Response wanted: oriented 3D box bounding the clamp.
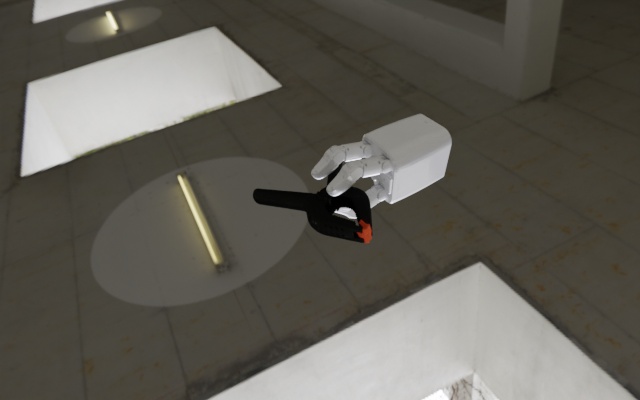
[{"bbox_3d":[0.001,0.003,0.713,0.164,0.036,0.210,-26,40,-12],"label":"clamp"}]
